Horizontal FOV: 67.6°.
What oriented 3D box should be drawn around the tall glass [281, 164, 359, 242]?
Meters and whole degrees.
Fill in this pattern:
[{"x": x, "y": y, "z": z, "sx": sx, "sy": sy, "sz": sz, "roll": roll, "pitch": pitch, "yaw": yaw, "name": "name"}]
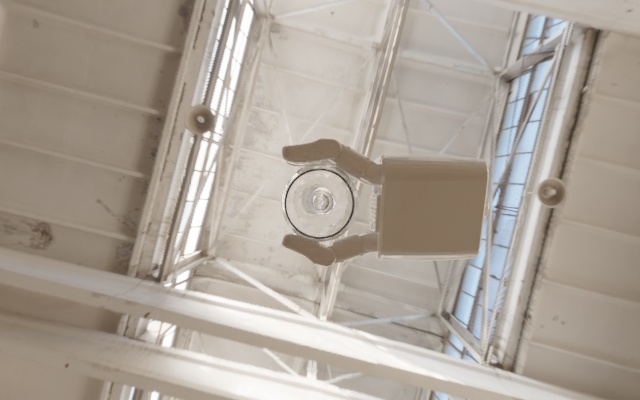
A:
[{"x": 0.000, "y": 0.002, "z": 0.515, "sx": 0.079, "sy": 0.079, "sz": 0.201, "roll": 0, "pitch": 1, "yaw": 1, "name": "tall glass"}]
